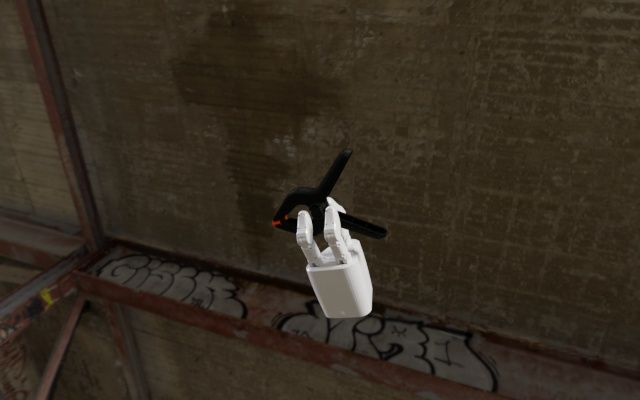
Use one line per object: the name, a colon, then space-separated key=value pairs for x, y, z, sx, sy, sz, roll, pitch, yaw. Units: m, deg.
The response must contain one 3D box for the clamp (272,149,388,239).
clamp: x=0.000 y=0.003 z=0.838 sx=0.210 sy=0.164 sz=0.036 roll=-10 pitch=16 yaw=29
